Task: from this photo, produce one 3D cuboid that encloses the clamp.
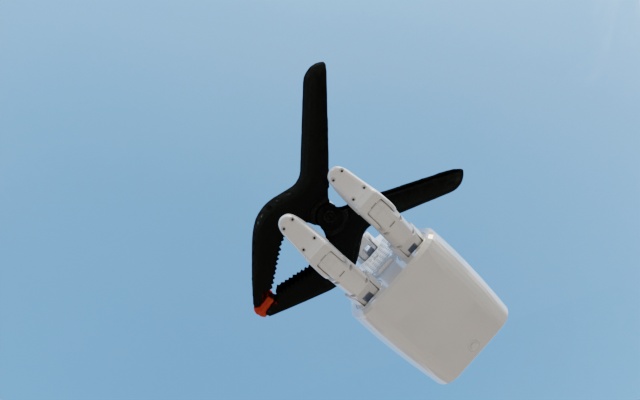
[{"bbox_3d":[0.000,0.002,0.407,0.164,0.210,0.036,42,-1,-9],"label":"clamp"}]
